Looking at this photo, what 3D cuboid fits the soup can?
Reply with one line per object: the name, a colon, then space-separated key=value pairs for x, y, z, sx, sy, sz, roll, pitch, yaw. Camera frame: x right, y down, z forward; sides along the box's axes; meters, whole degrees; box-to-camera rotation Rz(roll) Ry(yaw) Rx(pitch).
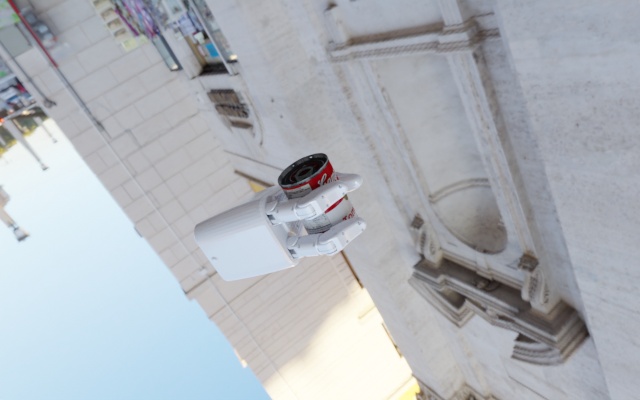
soup can: x=0.001 y=0.002 z=0.593 sx=0.068 sy=0.102 sz=0.068 roll=-23 pitch=26 yaw=12
